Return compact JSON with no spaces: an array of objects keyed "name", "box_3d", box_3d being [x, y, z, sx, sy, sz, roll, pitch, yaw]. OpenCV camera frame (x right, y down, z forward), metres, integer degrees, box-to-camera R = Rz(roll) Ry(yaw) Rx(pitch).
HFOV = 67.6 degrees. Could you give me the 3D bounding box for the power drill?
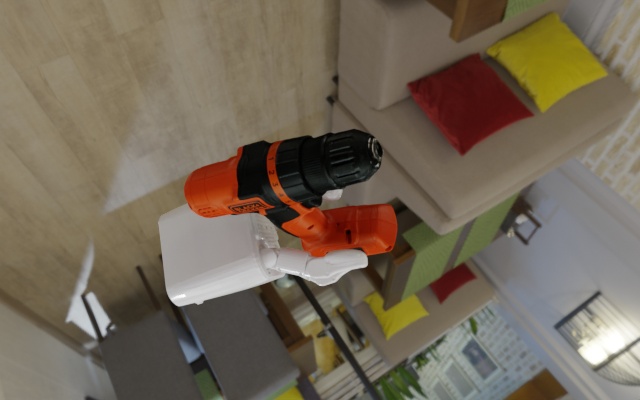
[{"name":"power drill","box_3d":[0.000,0.002,0.441,0.184,0.057,0.188,-9,-26,31]}]
